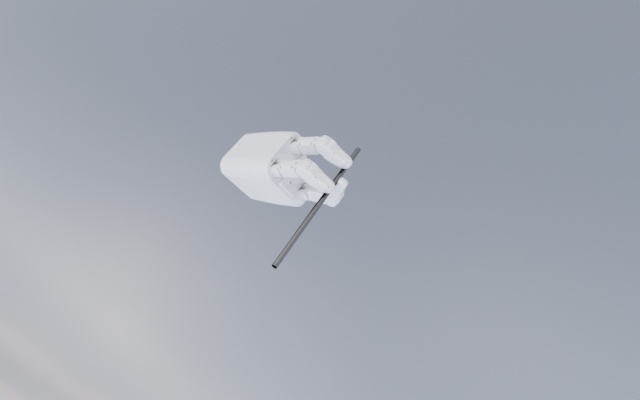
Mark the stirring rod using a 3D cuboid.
[{"bbox_3d":[0.000,0.002,0.667,0.011,0.011,0.239,0,42,41],"label":"stirring rod"}]
